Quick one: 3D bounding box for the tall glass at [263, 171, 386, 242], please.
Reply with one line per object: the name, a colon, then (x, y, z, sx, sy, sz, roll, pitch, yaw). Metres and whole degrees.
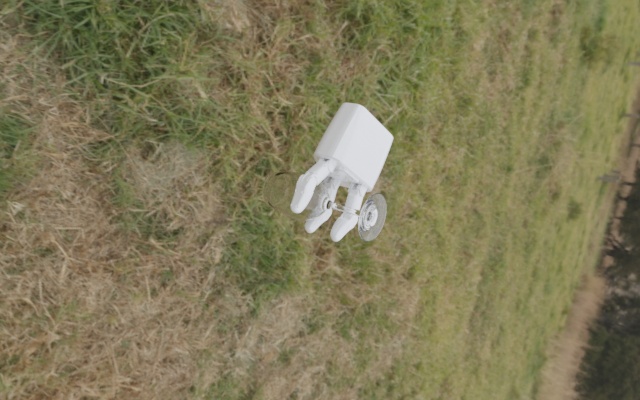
tall glass: (0.001, 0.003, 0.760, 0.201, 0.079, 0.079, 16, 9, 35)
